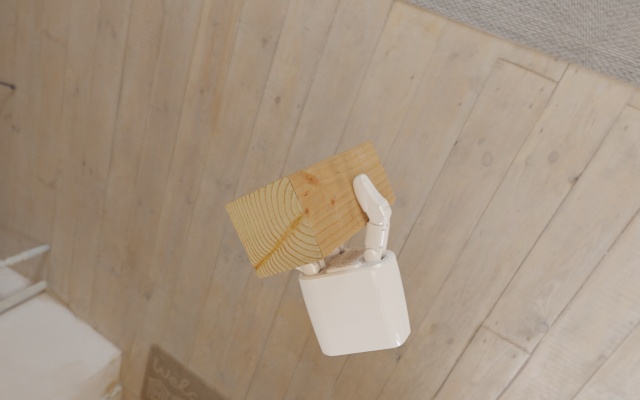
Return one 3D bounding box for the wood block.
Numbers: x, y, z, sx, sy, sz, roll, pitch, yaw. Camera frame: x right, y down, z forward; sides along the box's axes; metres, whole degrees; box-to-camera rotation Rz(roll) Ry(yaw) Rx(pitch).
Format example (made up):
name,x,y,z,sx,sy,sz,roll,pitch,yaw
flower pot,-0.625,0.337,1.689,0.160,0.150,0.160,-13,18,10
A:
name,x,y,z,sx,sy,sz,roll,pitch,yaw
wood block,0.000,0.002,0.564,0.091,0.090,0.206,-21,5,33
